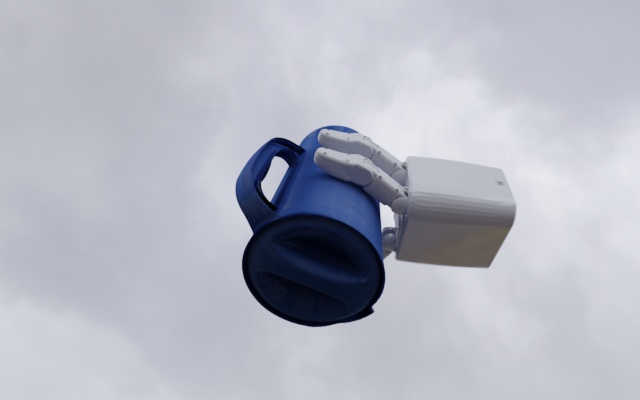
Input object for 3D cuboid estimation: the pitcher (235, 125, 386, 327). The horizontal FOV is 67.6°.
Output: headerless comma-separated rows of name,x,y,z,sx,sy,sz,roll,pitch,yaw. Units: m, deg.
pitcher,0.000,0.002,0.528,0.145,0.149,0.242,6,32,4
